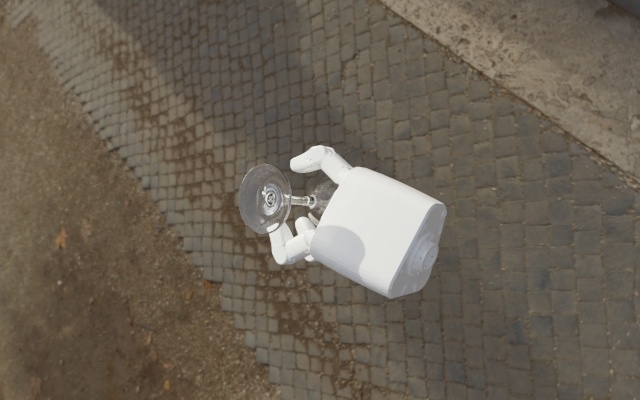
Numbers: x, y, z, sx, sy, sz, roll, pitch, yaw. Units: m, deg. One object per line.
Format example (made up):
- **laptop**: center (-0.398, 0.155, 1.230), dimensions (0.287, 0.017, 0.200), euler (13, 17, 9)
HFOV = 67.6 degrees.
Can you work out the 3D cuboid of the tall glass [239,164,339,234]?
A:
- **tall glass**: center (0.000, 0.002, 0.577), dimensions (0.079, 0.079, 0.201), euler (0, -2, 36)
